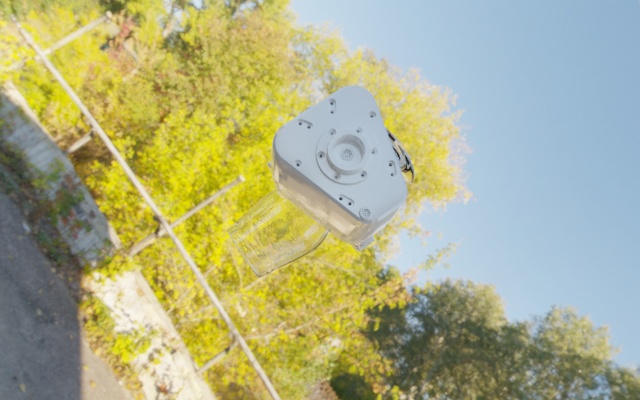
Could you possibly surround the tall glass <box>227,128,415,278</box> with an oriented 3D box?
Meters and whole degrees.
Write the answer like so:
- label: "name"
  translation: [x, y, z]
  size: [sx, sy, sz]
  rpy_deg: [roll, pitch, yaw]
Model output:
- label: "tall glass"
  translation: [0.001, 0.001, 0.518]
  size: [0.201, 0.079, 0.079]
  rpy_deg: [-34, 6, -9]
